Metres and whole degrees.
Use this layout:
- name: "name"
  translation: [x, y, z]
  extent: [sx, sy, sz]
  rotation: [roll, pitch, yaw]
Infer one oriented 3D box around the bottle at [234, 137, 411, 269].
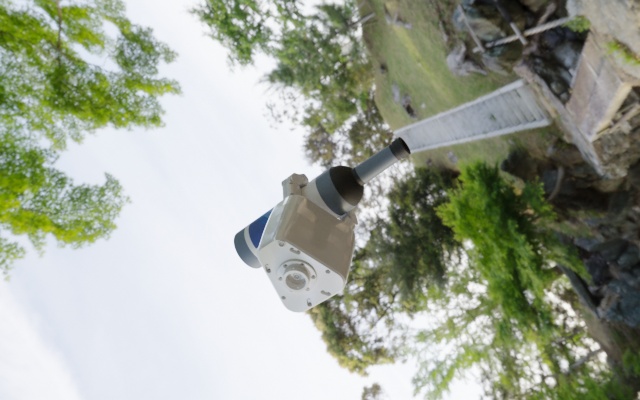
- name: "bottle"
  translation: [0.000, 0.002, 0.690]
  extent: [0.296, 0.069, 0.069]
  rotation: [-34, -15, 23]
